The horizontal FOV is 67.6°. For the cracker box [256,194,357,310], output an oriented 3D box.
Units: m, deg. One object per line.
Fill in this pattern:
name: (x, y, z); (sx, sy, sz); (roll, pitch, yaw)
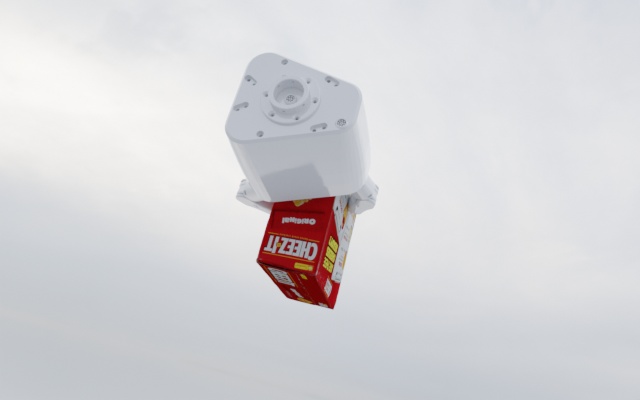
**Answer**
cracker box: (0.000, 0.002, 0.561); (0.072, 0.213, 0.164); (10, -22, 13)
